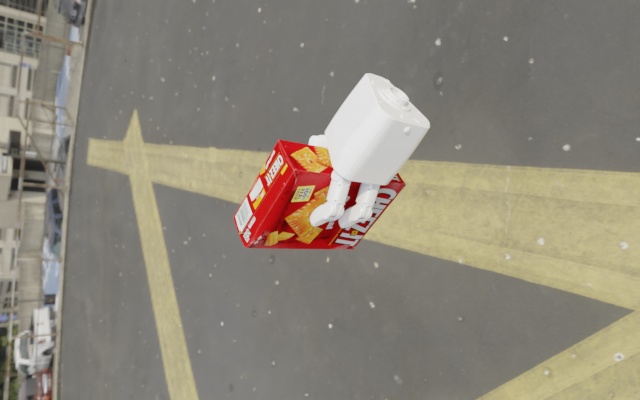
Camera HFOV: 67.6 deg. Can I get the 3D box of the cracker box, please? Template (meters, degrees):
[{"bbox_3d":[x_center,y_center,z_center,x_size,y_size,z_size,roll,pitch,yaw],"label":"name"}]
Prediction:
[{"bbox_3d":[0.000,0.002,0.726,0.214,0.072,0.164,6,-46,-37],"label":"cracker box"}]
